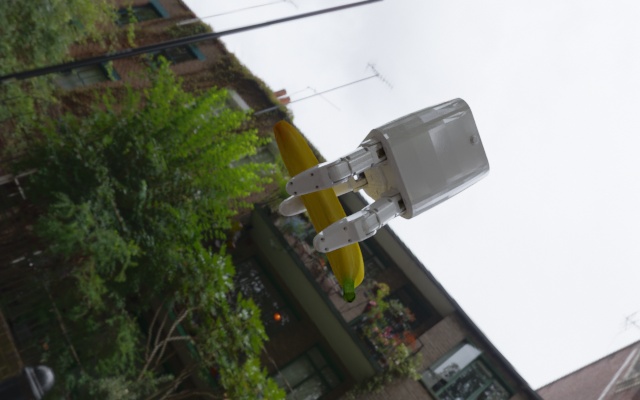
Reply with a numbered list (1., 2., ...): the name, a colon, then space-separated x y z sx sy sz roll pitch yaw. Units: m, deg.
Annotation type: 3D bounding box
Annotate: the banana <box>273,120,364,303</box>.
1. banana: 0.003 0.009 0.498 0.037 0.197 0.070 -25 -14 0
